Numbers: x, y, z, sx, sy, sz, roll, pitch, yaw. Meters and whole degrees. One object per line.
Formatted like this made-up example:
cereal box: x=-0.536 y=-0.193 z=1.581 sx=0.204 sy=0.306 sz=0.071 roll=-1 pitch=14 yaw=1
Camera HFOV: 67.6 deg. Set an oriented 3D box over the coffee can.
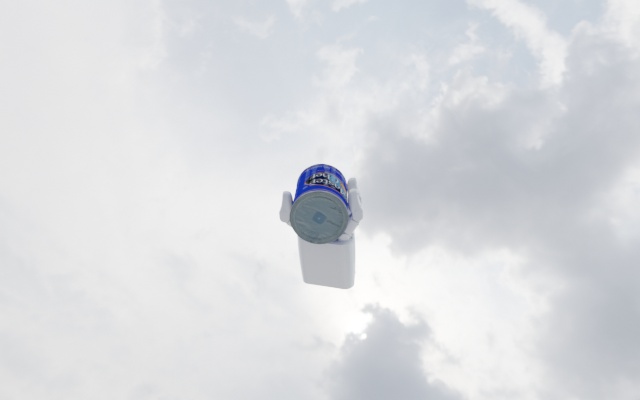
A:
coffee can: x=0.000 y=0.003 z=0.889 sx=0.103 sy=0.103 sz=0.140 roll=0 pitch=25 yaw=2
